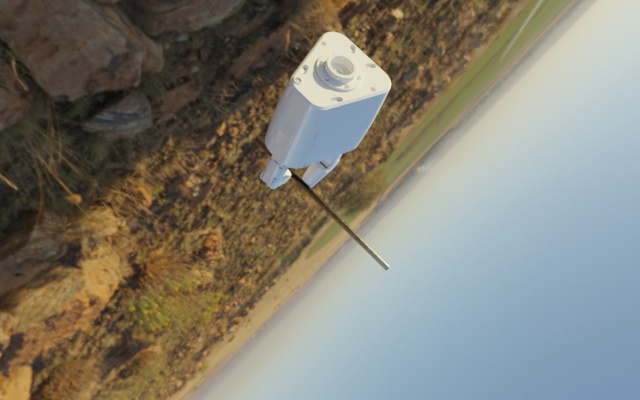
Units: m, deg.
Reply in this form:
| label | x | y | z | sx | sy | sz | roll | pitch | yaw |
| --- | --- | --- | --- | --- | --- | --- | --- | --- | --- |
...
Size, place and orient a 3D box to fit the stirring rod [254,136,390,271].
| label | x | y | z | sx | sy | sz | roll | pitch | yaw |
| --- | --- | --- | --- | --- | --- | --- | --- | --- | --- |
| stirring rod | 0.000 | 0.002 | 0.615 | 0.239 | 0.011 | 0.011 | 45 | 7 | 7 |
